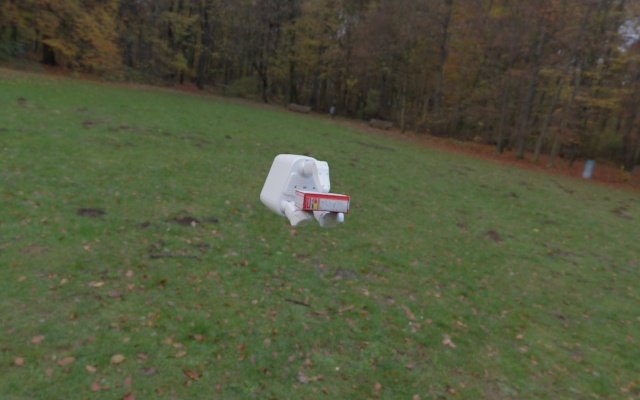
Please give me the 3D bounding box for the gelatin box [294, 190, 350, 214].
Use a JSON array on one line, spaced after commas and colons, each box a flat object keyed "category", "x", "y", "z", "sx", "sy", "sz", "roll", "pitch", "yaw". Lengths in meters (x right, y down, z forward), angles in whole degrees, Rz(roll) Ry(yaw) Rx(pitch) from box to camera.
[{"category": "gelatin box", "x": 0.000, "y": 0.002, "z": 0.772, "sx": 0.073, "sy": 0.030, "sz": 0.089, "roll": 5, "pitch": 2, "yaw": -13}]
